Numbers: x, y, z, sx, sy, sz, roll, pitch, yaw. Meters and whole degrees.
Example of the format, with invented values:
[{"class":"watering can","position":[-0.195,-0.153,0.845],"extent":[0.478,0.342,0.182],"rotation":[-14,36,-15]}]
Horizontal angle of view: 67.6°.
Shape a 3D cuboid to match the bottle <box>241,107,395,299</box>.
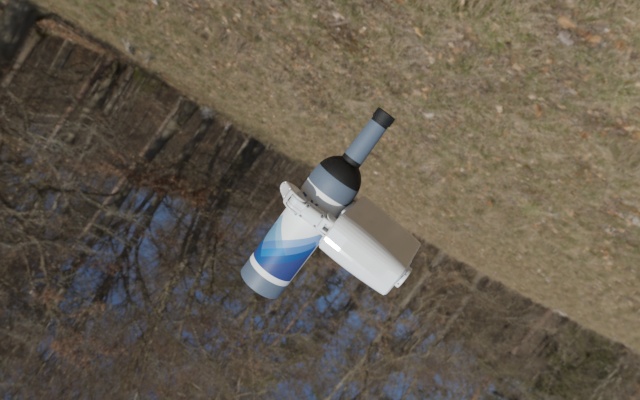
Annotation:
[{"class":"bottle","position":[0.000,0.002,0.649],"extent":[0.069,0.296,0.069],"rotation":[35,12,-9]}]
